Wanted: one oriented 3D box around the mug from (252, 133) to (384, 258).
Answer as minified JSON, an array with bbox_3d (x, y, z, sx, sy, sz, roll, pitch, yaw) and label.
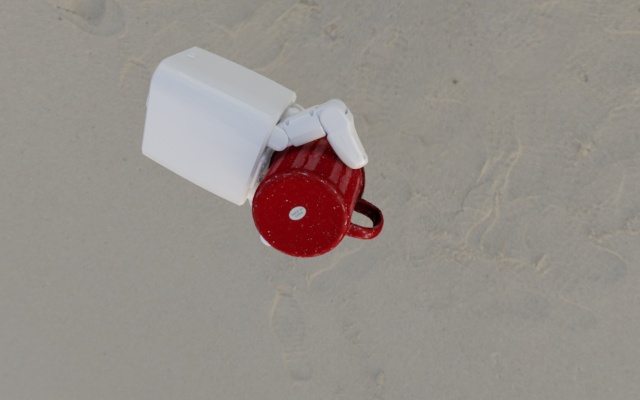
[{"bbox_3d":[0.001,0.002,0.415,0.117,0.093,0.081,26,28,-3],"label":"mug"}]
